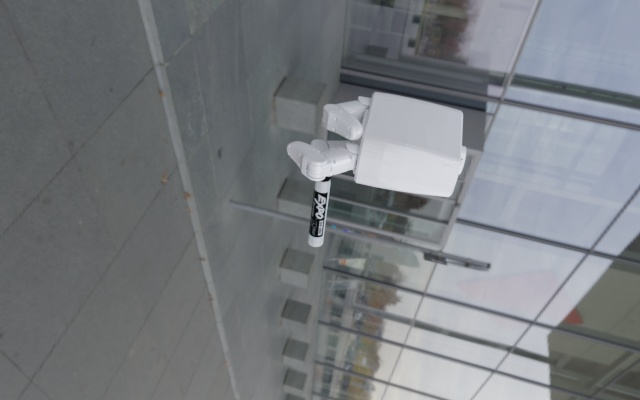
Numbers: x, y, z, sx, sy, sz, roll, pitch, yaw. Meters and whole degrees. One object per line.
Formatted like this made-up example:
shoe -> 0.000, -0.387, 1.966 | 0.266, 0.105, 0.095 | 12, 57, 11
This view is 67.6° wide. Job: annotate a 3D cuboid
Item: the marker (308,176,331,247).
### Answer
marker -> 0.000, 0.002, 0.548 | 0.020, 0.121, 0.020 | 5, 35, -3
